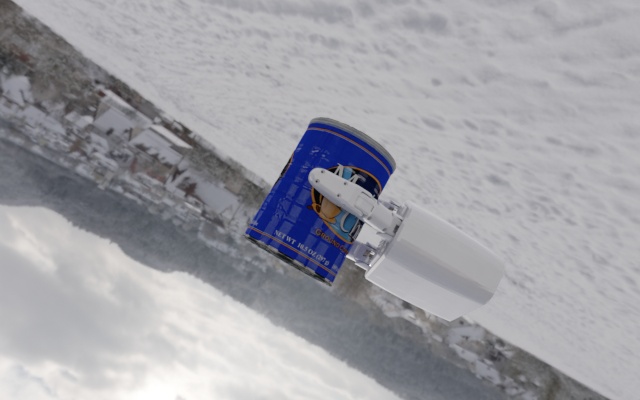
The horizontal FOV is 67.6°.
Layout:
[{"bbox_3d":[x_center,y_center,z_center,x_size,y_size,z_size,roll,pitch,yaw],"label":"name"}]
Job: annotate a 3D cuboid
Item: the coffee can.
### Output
[{"bbox_3d":[0.000,0.001,0.490,0.103,0.140,0.103,29,-10,6],"label":"coffee can"}]
